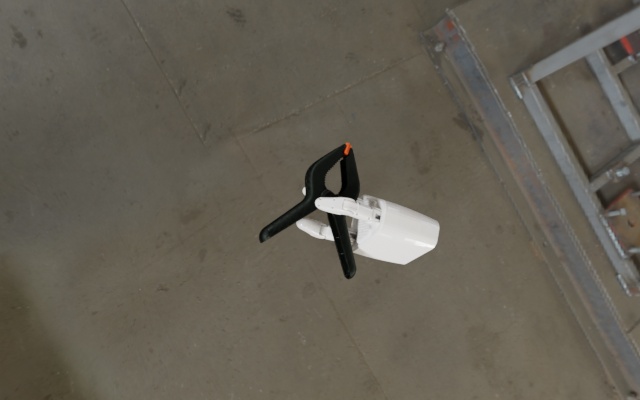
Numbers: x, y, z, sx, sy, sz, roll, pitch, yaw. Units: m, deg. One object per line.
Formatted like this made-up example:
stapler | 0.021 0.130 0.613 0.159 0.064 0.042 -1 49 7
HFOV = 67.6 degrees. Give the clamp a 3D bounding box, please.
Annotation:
clamp | 0.001 0.002 0.745 0.164 0.210 0.036 18 -16 -22
